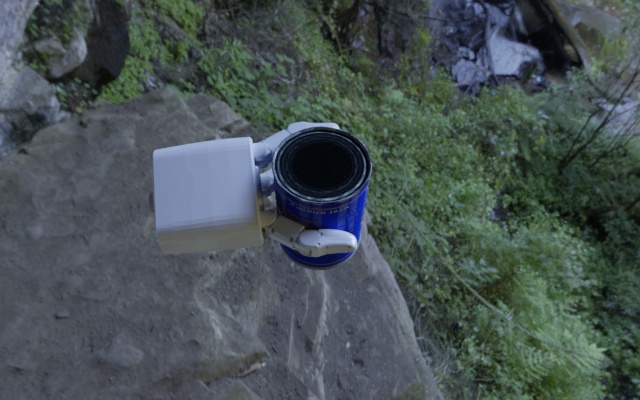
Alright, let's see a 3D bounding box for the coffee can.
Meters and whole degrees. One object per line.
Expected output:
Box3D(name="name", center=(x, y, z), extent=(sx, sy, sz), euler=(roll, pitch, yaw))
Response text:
Box3D(name="coffee can", center=(0.000, 0.002, 0.541), extent=(0.103, 0.102, 0.140), euler=(0, -35, -1))
